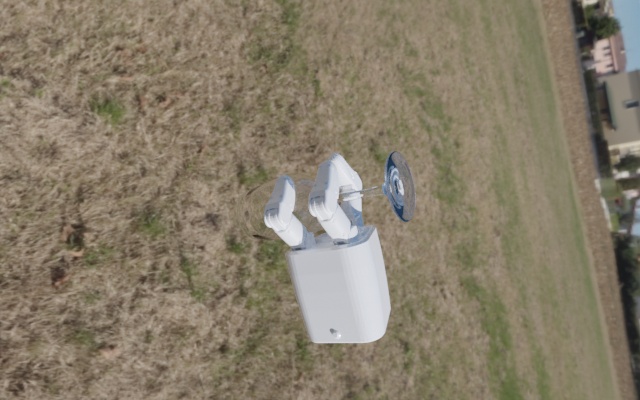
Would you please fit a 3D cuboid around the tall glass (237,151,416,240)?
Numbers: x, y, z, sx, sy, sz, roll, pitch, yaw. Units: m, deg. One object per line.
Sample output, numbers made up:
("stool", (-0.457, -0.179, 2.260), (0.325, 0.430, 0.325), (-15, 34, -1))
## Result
("tall glass", (0.001, 0.002, 0.542), (0.201, 0.079, 0.079), (-10, -6, 31))
